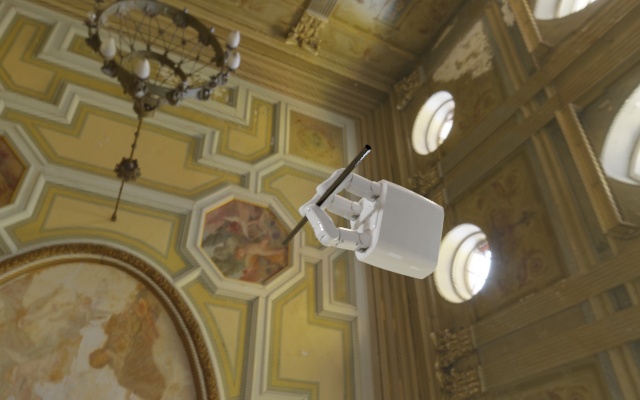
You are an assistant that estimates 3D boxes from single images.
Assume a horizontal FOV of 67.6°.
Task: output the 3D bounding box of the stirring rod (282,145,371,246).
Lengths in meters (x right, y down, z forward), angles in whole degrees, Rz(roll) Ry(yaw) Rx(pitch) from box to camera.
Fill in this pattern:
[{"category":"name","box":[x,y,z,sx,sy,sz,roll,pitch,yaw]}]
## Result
[{"category":"stirring rod","box":[0.000,0.002,0.632,0.011,0.011,0.240,0,-31,-32]}]
